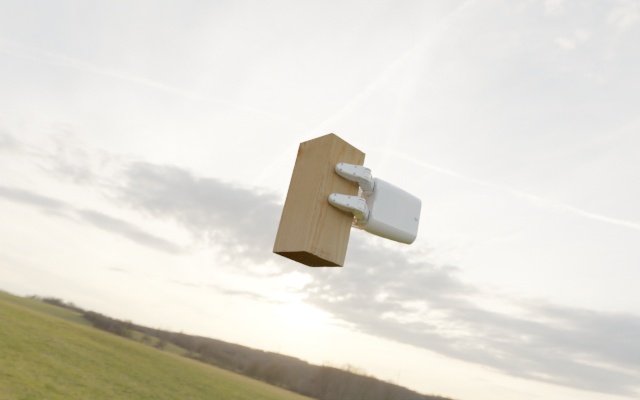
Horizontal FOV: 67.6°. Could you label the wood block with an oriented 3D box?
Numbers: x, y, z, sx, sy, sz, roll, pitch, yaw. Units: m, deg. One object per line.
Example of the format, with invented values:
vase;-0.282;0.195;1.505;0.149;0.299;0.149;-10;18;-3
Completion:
wood block;0.000;0.003;0.816;0.090;0.206;0.091;27;-23;-35
